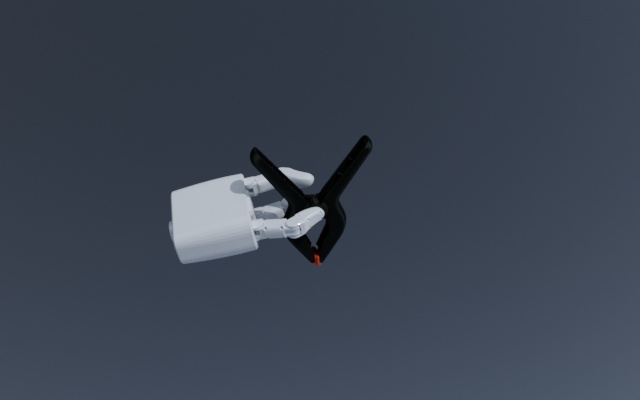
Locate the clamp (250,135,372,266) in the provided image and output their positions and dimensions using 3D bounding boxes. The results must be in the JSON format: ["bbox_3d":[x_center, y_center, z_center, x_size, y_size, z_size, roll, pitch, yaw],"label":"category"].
[{"bbox_3d":[0.000,0.003,0.683,0.164,0.210,0.036,-12,34,-4],"label":"clamp"}]
